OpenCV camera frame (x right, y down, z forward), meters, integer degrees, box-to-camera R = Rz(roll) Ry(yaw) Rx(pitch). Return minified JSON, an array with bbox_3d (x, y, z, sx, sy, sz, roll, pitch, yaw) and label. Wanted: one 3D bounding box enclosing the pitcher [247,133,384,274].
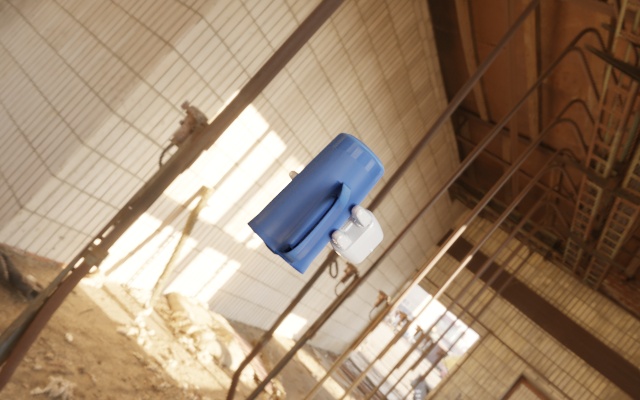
[{"bbox_3d":[0.000,0.003,0.834,0.149,0.243,0.145,40,-4,28],"label":"pitcher"}]
